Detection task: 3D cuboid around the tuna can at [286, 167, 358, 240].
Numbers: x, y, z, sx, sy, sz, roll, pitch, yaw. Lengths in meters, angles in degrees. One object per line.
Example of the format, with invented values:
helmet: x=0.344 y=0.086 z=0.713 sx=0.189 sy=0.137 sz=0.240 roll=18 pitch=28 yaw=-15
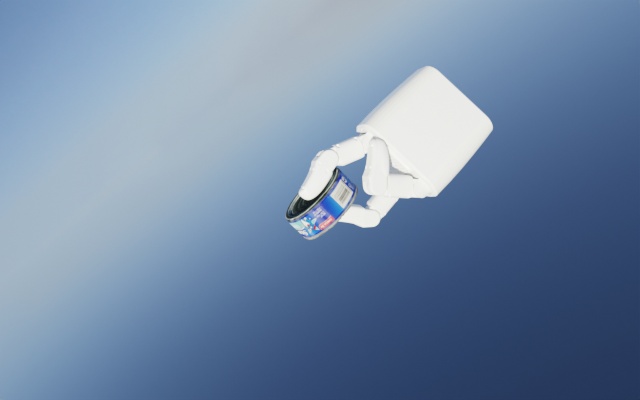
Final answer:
tuna can: x=0.000 y=0.001 z=0.550 sx=0.034 sy=0.086 sz=0.086 roll=44 pitch=-17 yaw=-18
